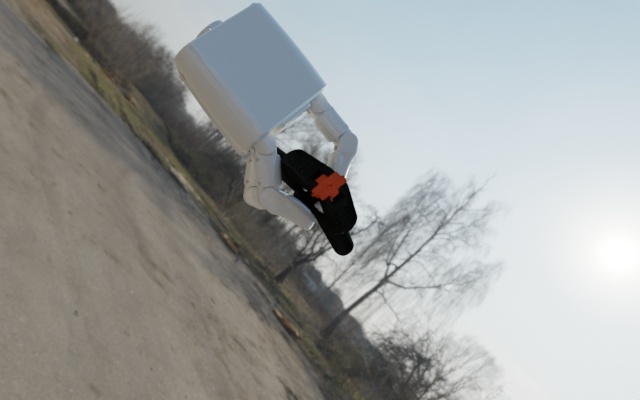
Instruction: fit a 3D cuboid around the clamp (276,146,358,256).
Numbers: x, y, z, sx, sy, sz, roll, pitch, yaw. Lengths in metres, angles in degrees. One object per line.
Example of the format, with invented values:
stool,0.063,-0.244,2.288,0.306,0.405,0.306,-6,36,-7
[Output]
clamp,0.001,0.001,0.491,0.036,0.164,0.210,-40,9,-8
